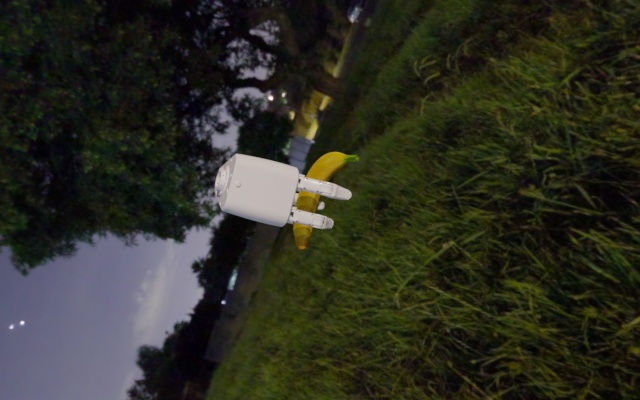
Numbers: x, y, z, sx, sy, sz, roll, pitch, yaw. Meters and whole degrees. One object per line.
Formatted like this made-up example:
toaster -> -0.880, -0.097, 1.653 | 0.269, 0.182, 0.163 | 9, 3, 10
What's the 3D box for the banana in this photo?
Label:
banana -> -0.008, -0.010, 0.836 | 0.037, 0.198, 0.069 | 11, 25, -44
